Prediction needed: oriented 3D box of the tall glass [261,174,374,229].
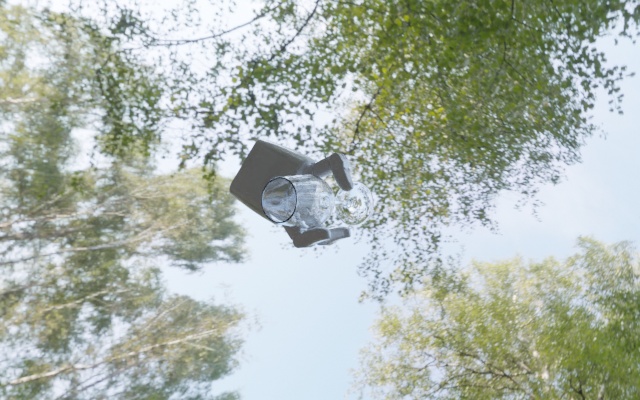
[{"bbox_3d":[0.001,0.002,0.711,0.079,0.079,0.201,0,-2,34],"label":"tall glass"}]
